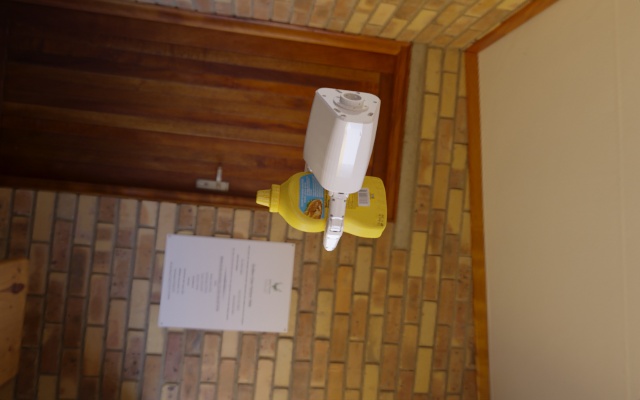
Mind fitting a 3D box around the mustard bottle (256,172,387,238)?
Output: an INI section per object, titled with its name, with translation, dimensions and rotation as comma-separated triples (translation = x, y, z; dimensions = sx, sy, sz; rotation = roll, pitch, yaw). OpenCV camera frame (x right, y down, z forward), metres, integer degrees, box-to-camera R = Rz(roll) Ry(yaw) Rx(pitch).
[mustard bottle]
translation = 0.000, 0.003, 0.720
dimensions = 0.191, 0.096, 0.058
rotation = 5, -32, -8
